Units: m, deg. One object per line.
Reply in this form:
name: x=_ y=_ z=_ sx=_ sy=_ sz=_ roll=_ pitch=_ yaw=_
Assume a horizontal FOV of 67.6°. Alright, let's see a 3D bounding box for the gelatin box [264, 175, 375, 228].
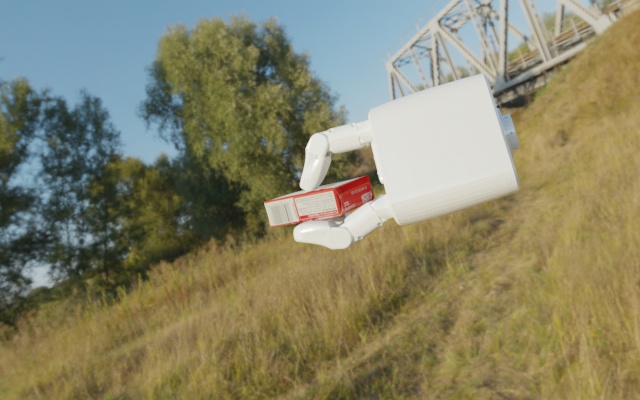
gelatin box: x=0.000 y=0.001 z=0.489 sx=0.089 sy=0.030 sz=0.073 roll=-11 pitch=5 yaw=32
